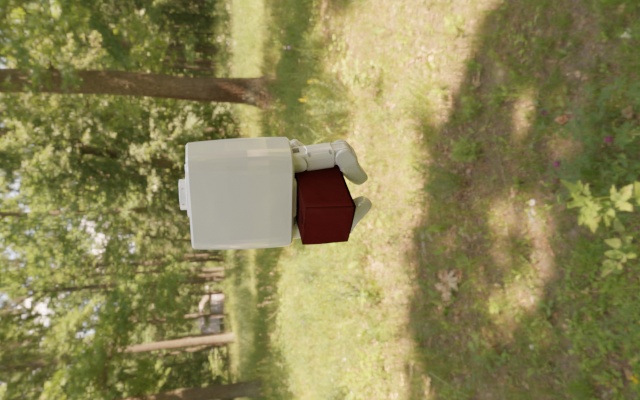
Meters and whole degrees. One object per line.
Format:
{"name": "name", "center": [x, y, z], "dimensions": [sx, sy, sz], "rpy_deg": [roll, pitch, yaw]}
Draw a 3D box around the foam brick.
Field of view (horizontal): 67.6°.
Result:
{"name": "foam brick", "center": [0.000, 0.002, 0.506], "dimensions": [0.051, 0.053, 0.078], "rpy_deg": [-3, 41, -13]}
